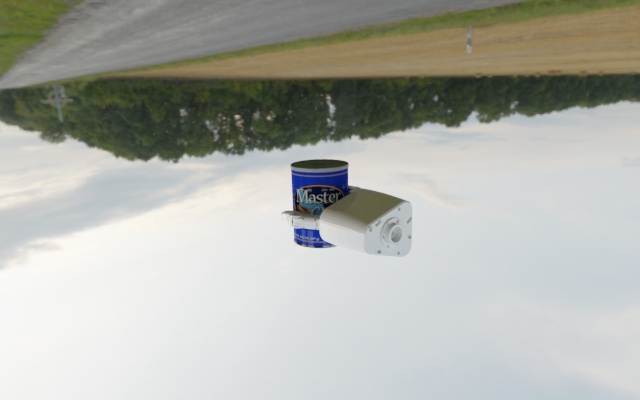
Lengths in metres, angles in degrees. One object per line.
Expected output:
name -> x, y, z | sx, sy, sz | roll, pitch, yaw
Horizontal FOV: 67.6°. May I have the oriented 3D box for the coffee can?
coffee can -> 0.000, 0.003, 0.852 | 0.103, 0.140, 0.102 | -2, 14, 0
